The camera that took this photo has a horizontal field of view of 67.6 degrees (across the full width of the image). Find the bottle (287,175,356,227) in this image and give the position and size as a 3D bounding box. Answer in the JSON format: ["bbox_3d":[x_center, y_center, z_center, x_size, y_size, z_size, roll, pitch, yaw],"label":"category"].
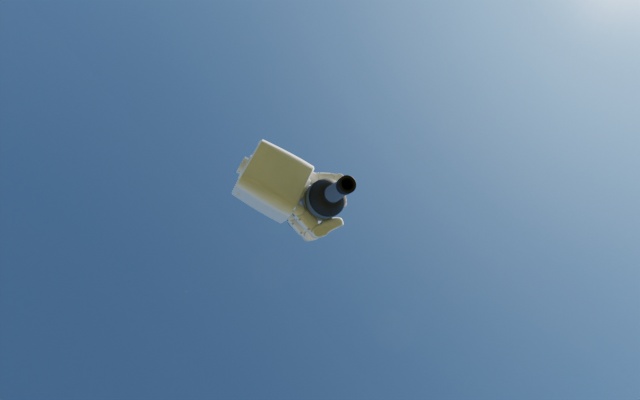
[{"bbox_3d":[0.000,0.003,0.830,0.069,0.069,0.296,0,-10,-16],"label":"bottle"}]
